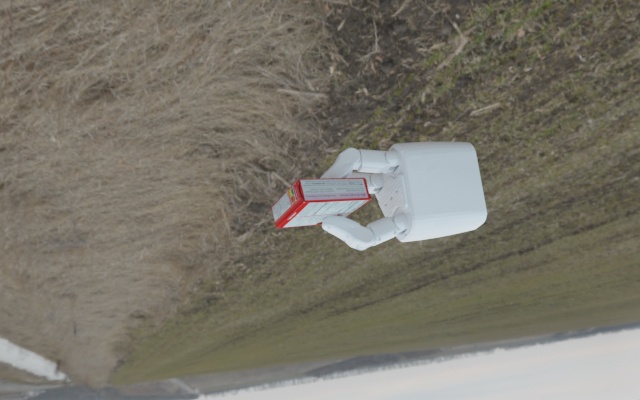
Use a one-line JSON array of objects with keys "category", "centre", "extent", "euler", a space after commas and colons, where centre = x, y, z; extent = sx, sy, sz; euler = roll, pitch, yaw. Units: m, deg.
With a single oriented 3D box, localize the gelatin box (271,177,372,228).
[{"category": "gelatin box", "centre": [0.000, 0.002, 0.533], "extent": [0.089, 0.030, 0.073], "euler": [-4, -21, -31]}]
